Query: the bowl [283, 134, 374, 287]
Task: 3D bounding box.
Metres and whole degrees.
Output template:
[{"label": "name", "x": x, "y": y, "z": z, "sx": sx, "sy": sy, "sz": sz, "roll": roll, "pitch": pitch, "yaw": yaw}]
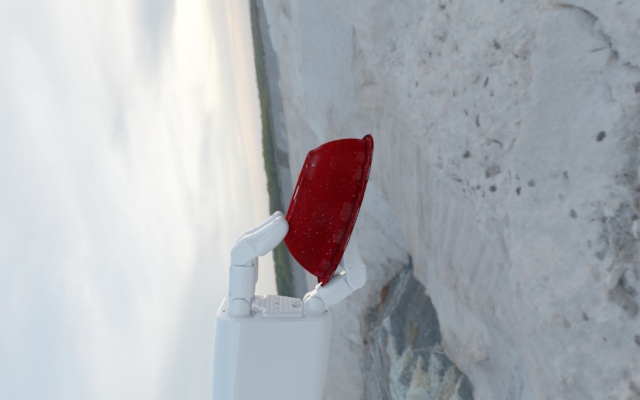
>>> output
[{"label": "bowl", "x": 0.000, "y": 0.000, "z": 0.483, "sx": 0.055, "sy": 0.162, "sz": 0.162, "roll": 18, "pitch": -2, "yaw": -5}]
